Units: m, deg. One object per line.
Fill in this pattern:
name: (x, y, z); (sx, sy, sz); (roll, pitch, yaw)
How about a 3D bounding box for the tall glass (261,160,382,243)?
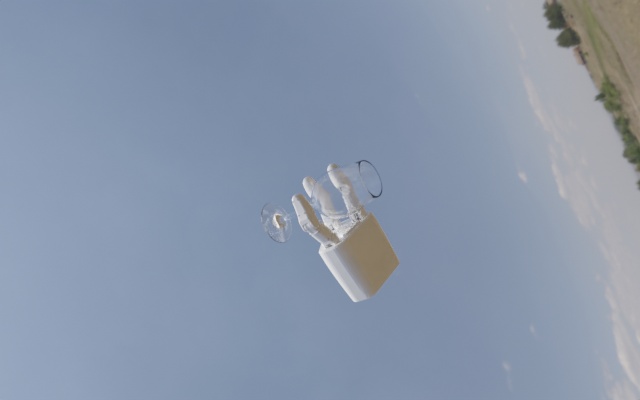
tall glass: (-0.001, 0.003, 0.772); (0.201, 0.079, 0.079); (-26, -15, 33)
